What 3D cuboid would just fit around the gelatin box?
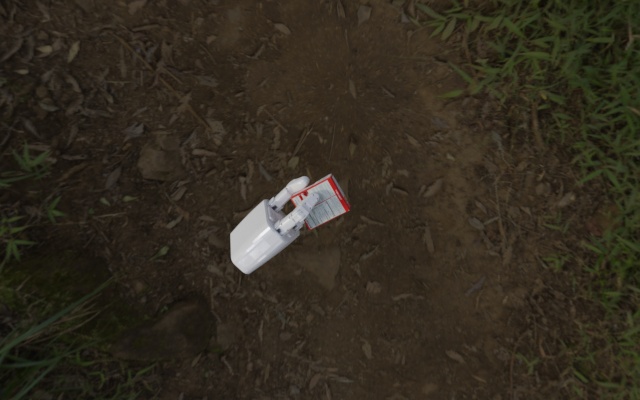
[{"bbox_3d":[0.000,0.003,0.884,0.089,0.073,0.030,-27,12,16],"label":"gelatin box"}]
